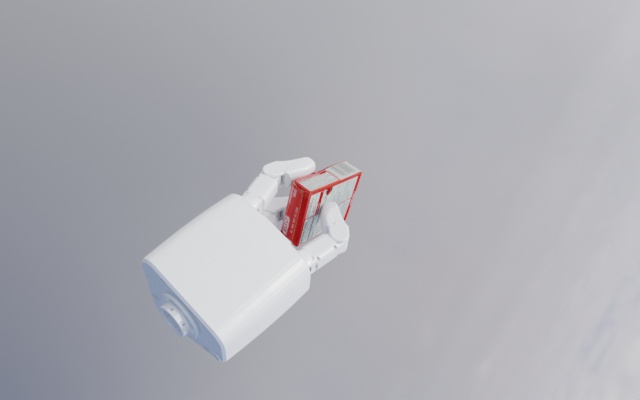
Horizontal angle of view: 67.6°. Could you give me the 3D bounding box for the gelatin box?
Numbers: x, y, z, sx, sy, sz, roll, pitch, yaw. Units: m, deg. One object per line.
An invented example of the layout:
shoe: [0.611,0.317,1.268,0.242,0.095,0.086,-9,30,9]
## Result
gelatin box: [0.001,0.002,0.531,0.030,0.073,0.089,37,40,28]
